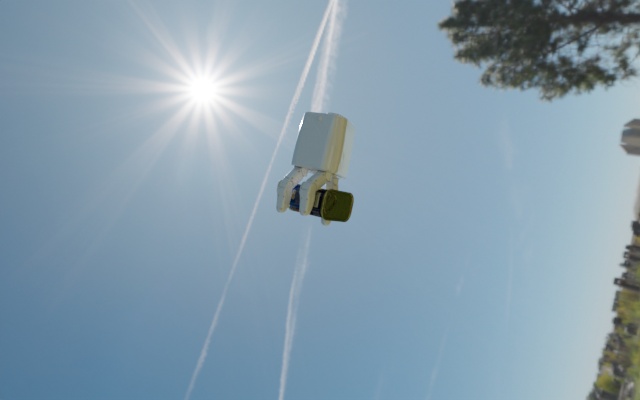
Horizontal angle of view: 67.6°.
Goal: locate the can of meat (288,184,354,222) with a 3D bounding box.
[{"bbox_3d":[0.000,0.003,0.900,0.084,0.057,0.102,13,2,34],"label":"can of meat"}]
